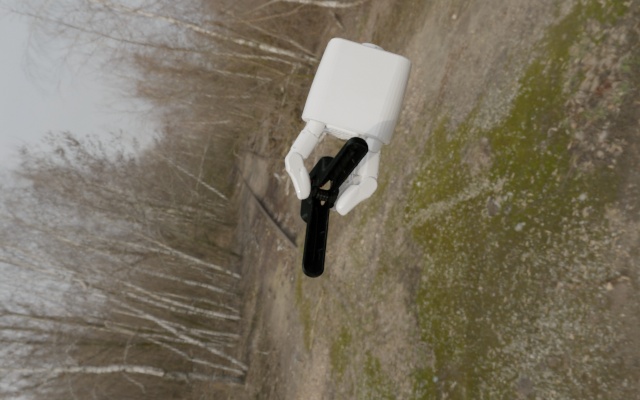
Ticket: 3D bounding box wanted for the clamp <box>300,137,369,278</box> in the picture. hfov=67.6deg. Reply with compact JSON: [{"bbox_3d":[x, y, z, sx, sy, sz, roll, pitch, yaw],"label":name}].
[{"bbox_3d":[-0.001,0.001,0.610,0.036,0.164,0.210,19,1,-12],"label":"clamp"}]
